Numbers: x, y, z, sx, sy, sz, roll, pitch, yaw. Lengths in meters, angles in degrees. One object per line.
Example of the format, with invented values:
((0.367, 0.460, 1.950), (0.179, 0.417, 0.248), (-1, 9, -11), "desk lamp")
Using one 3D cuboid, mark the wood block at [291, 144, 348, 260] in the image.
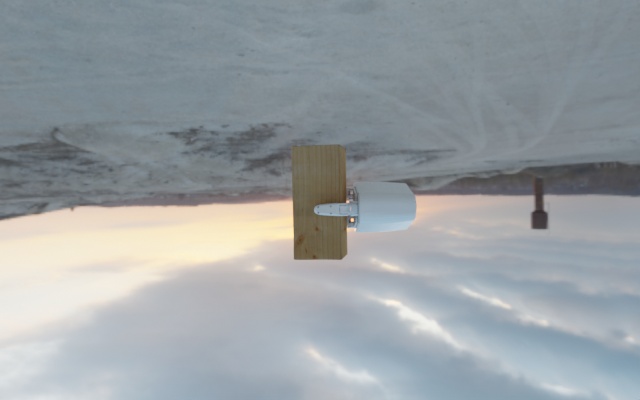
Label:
((0.000, 0.003, 0.895), (0.090, 0.206, 0.091), (-1, 1, 10), "wood block")
